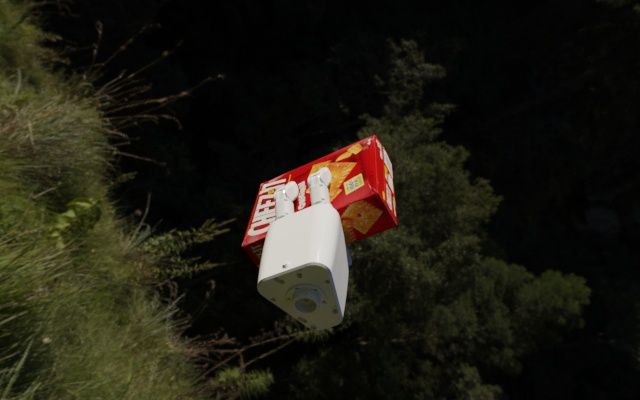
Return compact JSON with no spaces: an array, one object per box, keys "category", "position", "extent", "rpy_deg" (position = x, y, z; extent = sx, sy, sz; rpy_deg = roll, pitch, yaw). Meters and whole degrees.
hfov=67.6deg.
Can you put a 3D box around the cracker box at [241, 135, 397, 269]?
[{"category":"cracker box","position":[0.000,0.002,0.708],"extent":[0.214,0.072,0.164],"rpy_deg":[-22,31,19]}]
